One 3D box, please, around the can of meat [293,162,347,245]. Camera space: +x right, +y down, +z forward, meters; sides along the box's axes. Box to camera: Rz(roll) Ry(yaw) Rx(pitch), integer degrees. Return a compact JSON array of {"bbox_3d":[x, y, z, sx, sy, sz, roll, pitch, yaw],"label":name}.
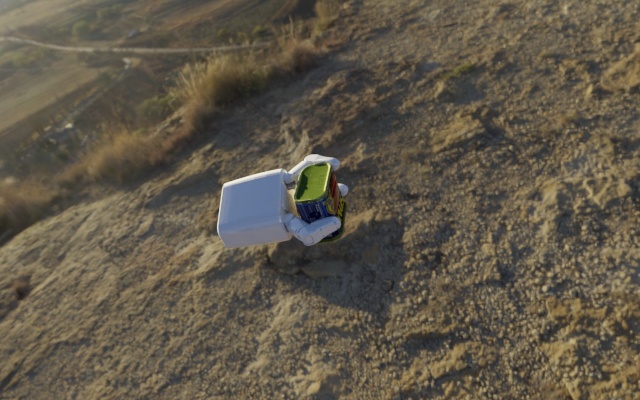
[{"bbox_3d":[0.000,0.002,0.732,0.057,0.084,0.102,-9,37,16],"label":"can of meat"}]
